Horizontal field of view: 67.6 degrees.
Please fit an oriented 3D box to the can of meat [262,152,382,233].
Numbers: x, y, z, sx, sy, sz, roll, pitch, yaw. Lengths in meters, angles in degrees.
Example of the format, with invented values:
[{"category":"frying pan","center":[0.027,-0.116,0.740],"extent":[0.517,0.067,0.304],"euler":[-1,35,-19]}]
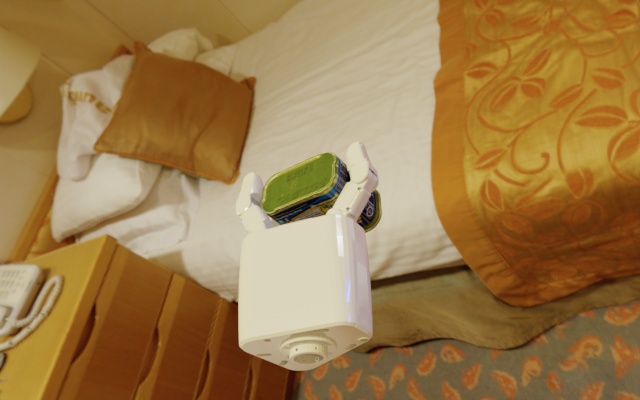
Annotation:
[{"category":"can of meat","center":[0.000,0.001,0.509],"extent":[0.102,0.057,0.084],"euler":[-22,-42,29]}]
